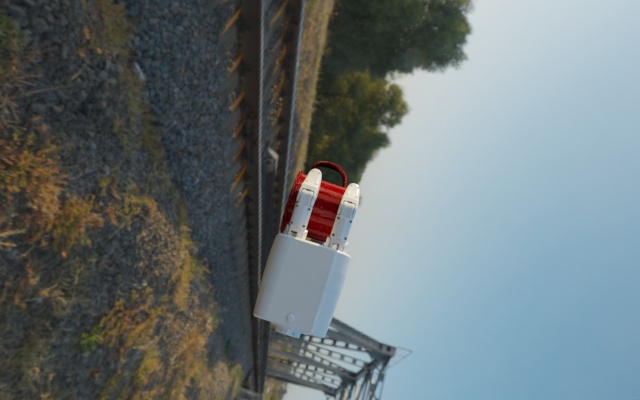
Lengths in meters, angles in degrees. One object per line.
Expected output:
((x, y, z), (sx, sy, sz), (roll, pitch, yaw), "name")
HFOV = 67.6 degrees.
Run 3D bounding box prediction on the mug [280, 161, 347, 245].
((0.001, 0.001, 0.673), (0.081, 0.117, 0.093), (18, -13, 2), "mug")
